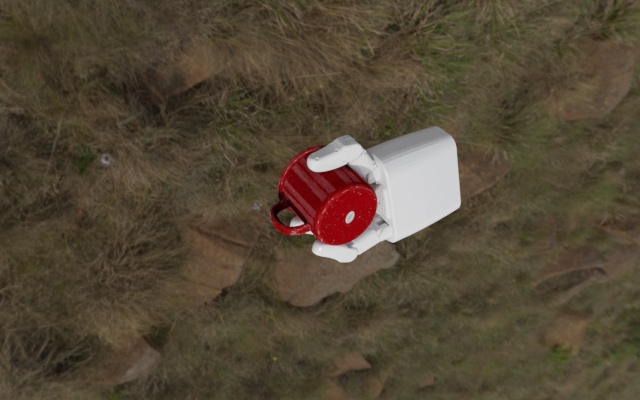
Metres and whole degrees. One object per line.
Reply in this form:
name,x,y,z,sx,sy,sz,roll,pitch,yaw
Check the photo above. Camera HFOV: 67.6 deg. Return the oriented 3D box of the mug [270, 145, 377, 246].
mug,-0.001,0.002,0.535,0.117,0.093,0.081,-25,43,-18
